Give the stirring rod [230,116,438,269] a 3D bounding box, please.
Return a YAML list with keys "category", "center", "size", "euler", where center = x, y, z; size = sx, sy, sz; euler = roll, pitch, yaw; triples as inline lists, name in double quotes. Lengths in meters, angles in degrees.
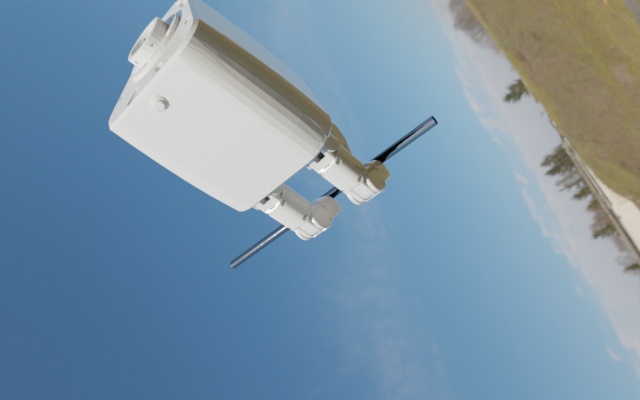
- category: "stirring rod"
  center: [0.000, 0.001, 0.417]
  size: [0.239, 0.011, 0.011]
  euler: [-36, -19, 28]
